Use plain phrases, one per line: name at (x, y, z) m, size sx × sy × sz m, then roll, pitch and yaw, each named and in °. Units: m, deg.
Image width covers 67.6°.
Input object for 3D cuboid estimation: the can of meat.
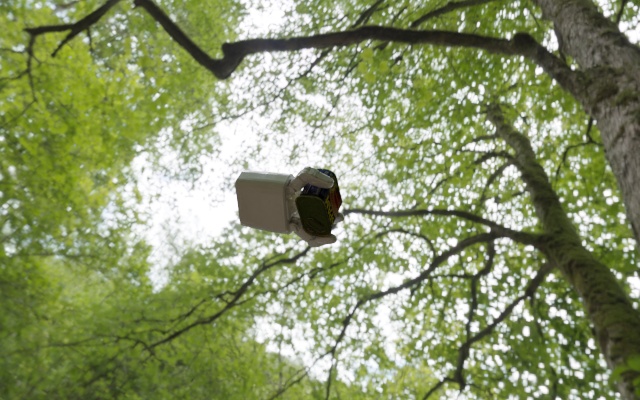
can of meat at (0.000, 0.003, 0.890) m, size 0.057 × 0.102 × 0.084 m, roll 5°, pitch 44°, yaw 21°
